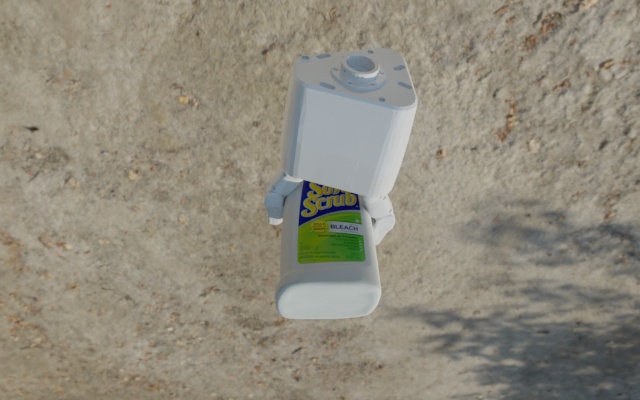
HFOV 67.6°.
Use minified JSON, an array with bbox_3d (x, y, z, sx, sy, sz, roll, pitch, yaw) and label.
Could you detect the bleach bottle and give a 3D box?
[{"bbox_3d":[0.000,0.002,0.523,0.102,0.250,0.068,1,-41,-8],"label":"bleach bottle"}]
